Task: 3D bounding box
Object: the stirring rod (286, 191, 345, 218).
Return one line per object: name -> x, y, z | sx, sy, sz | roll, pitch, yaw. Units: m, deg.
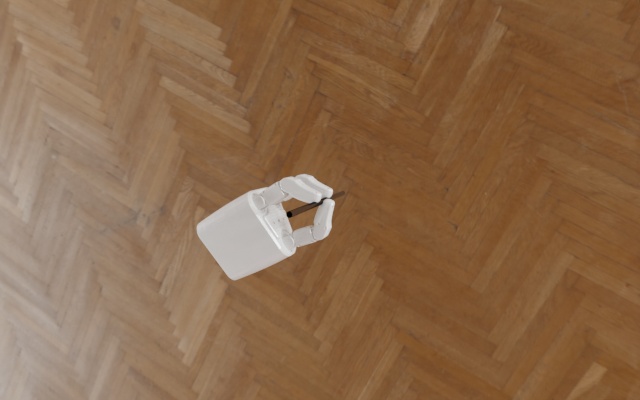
stirring rod -> 0.000, 0.002, 0.680 | 0.011, 0.011, 0.239 | 0, 7, 18
